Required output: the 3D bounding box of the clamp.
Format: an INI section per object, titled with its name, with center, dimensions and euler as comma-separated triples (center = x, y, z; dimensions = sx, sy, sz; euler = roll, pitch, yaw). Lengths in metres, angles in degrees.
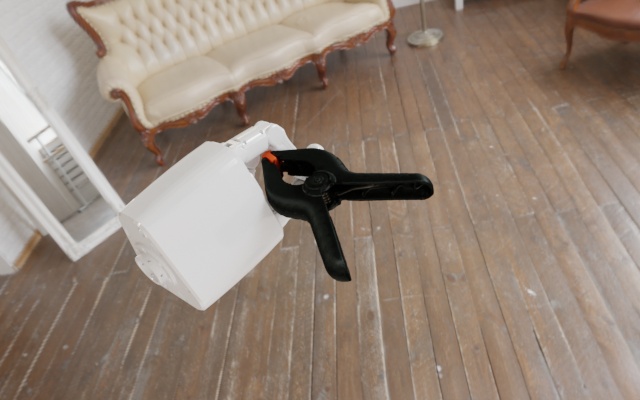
[clamp]
center = 0.000, 0.001, 0.429
dimensions = 0.171, 0.039, 0.120
euler = 19, 51, 36
